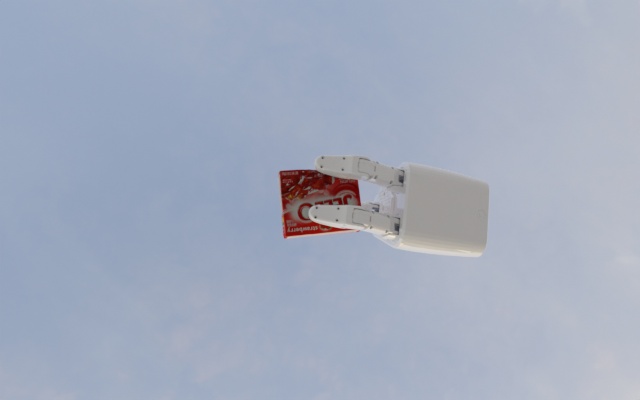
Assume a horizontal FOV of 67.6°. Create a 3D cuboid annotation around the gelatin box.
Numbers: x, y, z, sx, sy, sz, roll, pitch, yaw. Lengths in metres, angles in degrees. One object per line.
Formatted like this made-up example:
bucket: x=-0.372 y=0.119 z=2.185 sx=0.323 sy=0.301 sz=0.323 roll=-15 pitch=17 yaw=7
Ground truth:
gelatin box: x=0.000 y=0.002 z=0.530 sx=0.089 sy=0.073 sz=0.030 roll=-4 pitch=-9 yaw=-9
